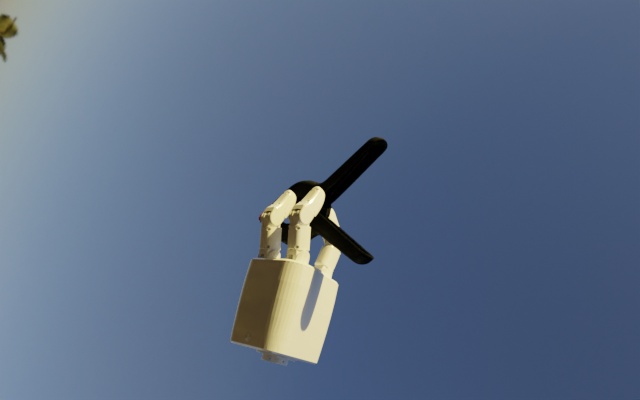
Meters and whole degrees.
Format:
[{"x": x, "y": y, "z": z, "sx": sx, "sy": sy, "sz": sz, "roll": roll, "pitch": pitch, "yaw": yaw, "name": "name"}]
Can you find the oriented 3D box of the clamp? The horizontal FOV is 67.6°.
[{"x": 0.000, "y": 0.003, "z": 0.627, "sx": 0.210, "sy": 0.164, "sz": 0.036, "roll": -5, "pitch": -29, "yaw": 45, "name": "clamp"}]
